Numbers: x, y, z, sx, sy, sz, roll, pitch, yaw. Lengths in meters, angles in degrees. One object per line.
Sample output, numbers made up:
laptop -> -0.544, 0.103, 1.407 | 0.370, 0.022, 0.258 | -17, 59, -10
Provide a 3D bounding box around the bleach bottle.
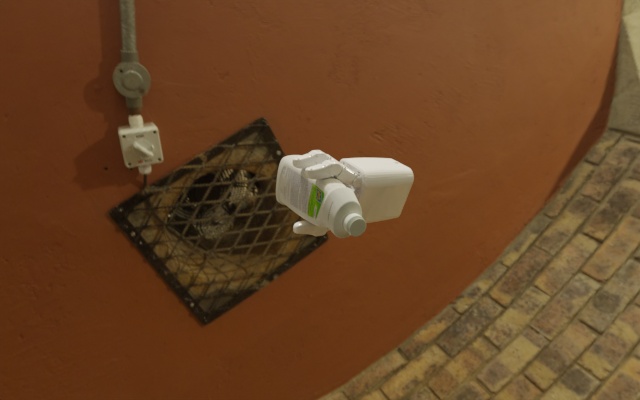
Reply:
bleach bottle -> 0.000, 0.003, 0.807 | 0.068, 0.103, 0.250 | -4, 23, -26
